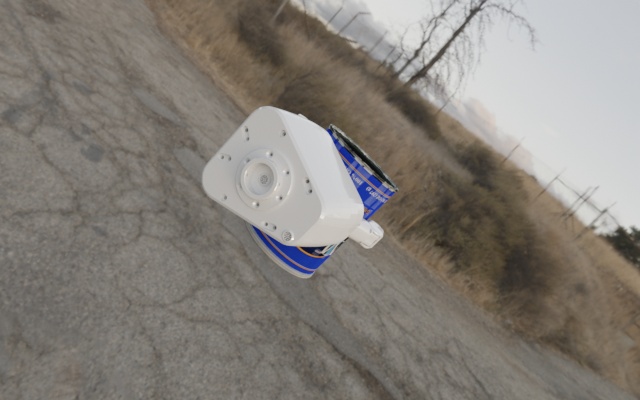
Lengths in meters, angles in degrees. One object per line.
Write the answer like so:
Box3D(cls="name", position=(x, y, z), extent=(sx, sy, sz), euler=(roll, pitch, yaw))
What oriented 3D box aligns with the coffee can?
Box3D(cls="coffee can", position=(0.000, 0.002, 0.529), extent=(0.140, 0.103, 0.103), euler=(-46, -12, 12))
